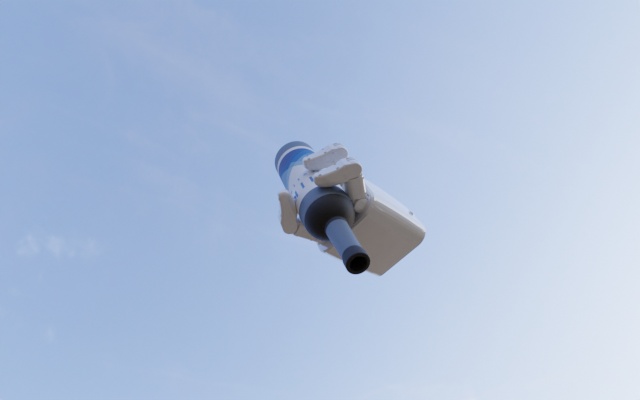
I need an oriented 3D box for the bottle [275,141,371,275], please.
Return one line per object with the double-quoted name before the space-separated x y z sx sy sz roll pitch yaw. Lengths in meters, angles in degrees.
"bottle" 0.000 0.002 0.622 0.069 0.069 0.295 0 26 -17
